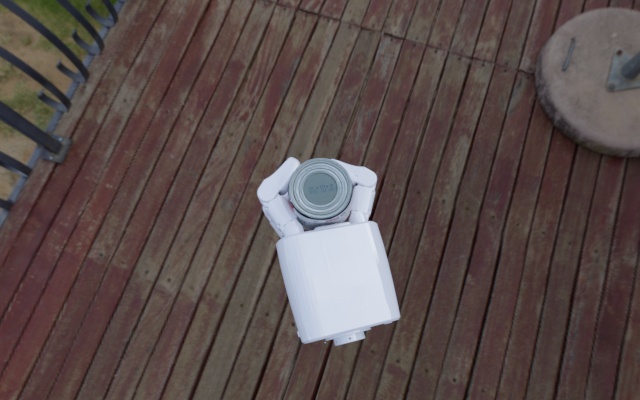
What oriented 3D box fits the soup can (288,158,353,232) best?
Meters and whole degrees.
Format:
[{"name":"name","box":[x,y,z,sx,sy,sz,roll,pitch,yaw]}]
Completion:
[{"name":"soup can","box":[0.000,0.001,0.527,0.068,0.068,0.102,0,-16,1]}]
